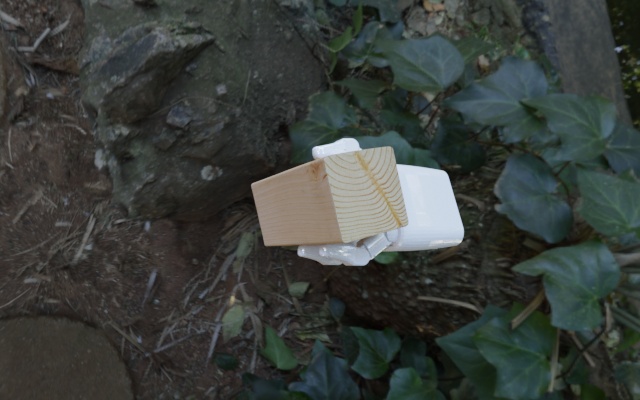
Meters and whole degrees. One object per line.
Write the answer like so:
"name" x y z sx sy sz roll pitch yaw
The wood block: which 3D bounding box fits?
"wood block" 0.000 0.002 0.582 0.090 0.091 0.206 -12 0 -29
